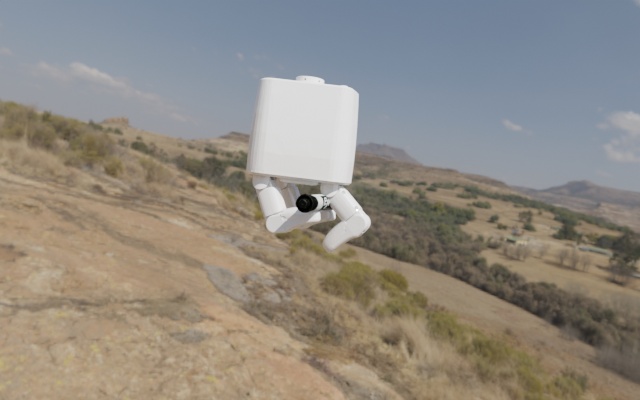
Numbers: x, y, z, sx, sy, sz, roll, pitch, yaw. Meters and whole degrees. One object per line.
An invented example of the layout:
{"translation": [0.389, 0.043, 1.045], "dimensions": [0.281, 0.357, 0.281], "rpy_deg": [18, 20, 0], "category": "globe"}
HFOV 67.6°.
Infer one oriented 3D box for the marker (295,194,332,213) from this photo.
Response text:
{"translation": [0.000, 0.002, 0.522], "dimensions": [0.020, 0.020, 0.121], "rpy_deg": [0, 1, 17], "category": "marker"}
